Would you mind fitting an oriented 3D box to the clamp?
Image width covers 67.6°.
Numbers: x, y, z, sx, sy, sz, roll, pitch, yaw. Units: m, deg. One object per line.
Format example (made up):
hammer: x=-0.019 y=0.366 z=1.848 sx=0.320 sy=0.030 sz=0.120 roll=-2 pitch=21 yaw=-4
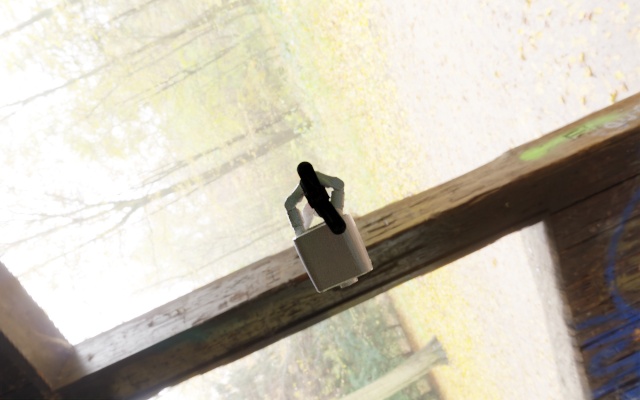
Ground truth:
clamp: x=0.000 y=0.003 z=0.767 sx=0.039 sy=0.120 sz=0.171 roll=-25 pitch=-4 yaw=-1
